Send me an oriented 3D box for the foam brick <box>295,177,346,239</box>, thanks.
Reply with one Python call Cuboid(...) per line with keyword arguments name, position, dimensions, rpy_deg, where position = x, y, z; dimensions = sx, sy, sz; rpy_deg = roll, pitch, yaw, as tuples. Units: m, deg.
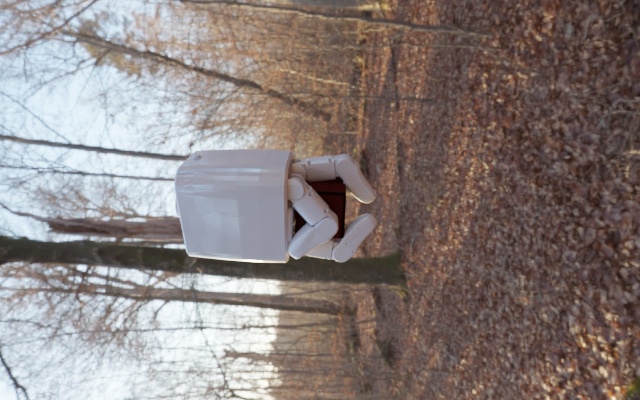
Cuboid(name="foam brick", position=(0.000, 0.002, 0.519), dimensions=(0.051, 0.053, 0.078), rpy_deg=(2, 20, 0))
